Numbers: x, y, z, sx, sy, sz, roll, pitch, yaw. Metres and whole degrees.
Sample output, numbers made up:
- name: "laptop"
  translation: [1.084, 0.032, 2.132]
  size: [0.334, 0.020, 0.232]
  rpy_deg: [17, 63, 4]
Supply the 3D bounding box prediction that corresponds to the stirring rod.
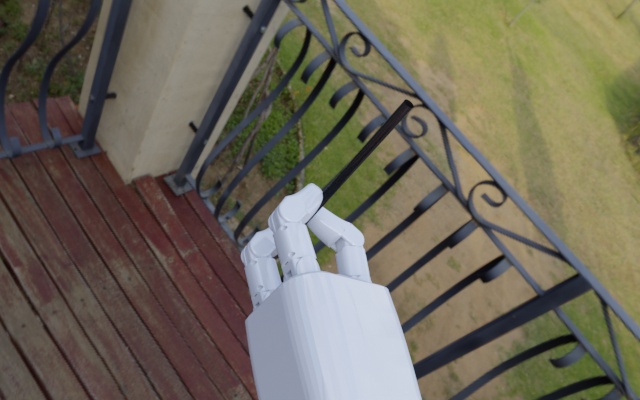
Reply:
- name: "stirring rod"
  translation: [0.000, 0.001, 0.405]
  size: [0.011, 0.011, 0.240]
  rpy_deg: [0, -34, -37]
